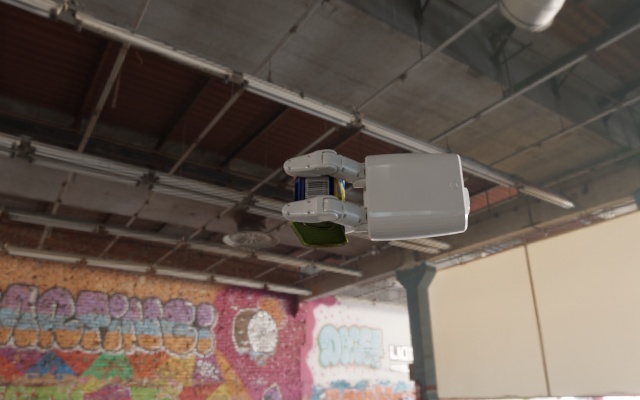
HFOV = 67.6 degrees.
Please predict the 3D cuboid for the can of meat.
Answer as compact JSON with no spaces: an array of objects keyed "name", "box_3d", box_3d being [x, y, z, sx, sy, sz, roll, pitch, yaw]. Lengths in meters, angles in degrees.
[{"name":"can of meat","box_3d":[0.000,0.002,0.576,0.057,0.084,0.102,-4,-23,9]}]
